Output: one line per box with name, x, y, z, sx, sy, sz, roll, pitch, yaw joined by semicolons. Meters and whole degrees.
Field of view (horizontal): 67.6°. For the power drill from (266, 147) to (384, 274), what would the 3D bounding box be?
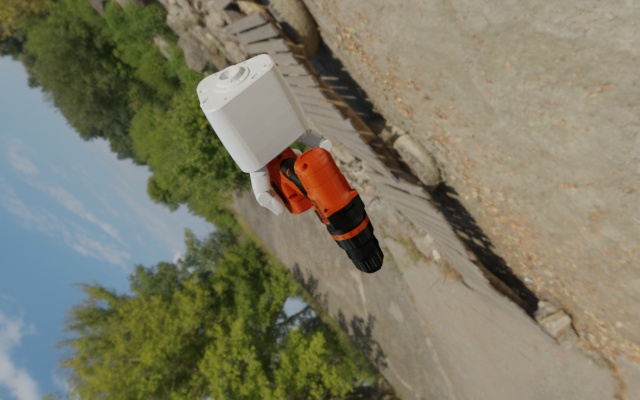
power drill;0.000;0.002;0.641;0.057;0.184;0.187;-36;26;-15
